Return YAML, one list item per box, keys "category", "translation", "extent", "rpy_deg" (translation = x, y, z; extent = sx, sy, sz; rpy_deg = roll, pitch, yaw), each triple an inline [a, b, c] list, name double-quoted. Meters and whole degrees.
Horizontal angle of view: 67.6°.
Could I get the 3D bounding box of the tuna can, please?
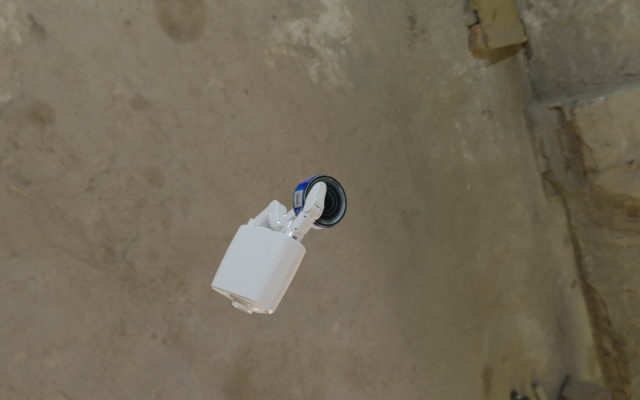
- category: "tuna can"
  translation: [0.000, 0.002, 0.753]
  extent: [0.086, 0.086, 0.034]
  rpy_deg: [0, -7, -35]
